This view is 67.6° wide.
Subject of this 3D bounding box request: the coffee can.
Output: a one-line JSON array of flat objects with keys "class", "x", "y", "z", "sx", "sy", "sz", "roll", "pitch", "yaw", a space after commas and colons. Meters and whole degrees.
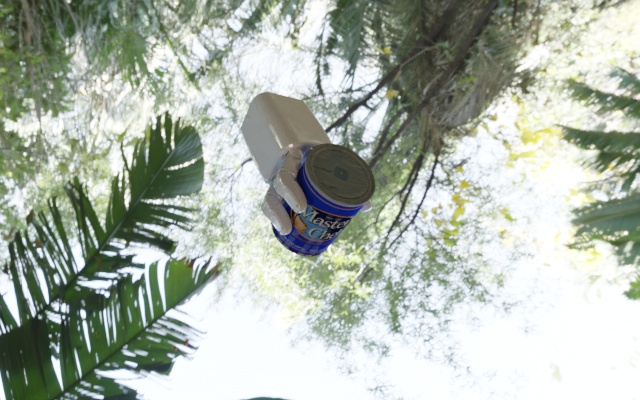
[{"class": "coffee can", "x": 0.000, "y": 0.002, "z": 0.683, "sx": 0.103, "sy": 0.102, "sz": 0.140, "roll": 0, "pitch": -34, "yaw": -30}]
